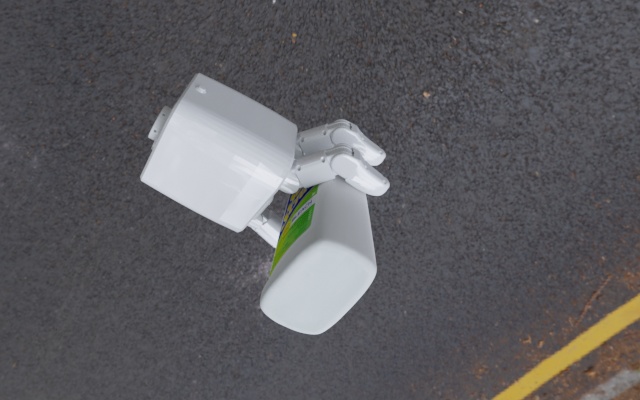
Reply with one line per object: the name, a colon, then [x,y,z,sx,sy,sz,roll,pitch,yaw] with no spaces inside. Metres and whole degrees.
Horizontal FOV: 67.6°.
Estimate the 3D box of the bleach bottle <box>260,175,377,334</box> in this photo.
bleach bottle: [0.000,0.002,0.473,0.068,0.103,0.250,29,29,-17]
